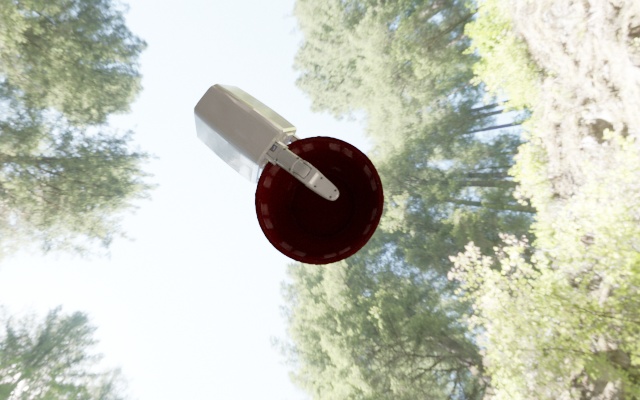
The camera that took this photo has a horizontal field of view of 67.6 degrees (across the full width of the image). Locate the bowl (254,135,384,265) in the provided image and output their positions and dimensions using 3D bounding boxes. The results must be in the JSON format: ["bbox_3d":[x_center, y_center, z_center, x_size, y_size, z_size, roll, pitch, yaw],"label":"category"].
[{"bbox_3d":[0.001,0.003,0.613,0.162,0.162,0.055,0,-9,7],"label":"bowl"}]
